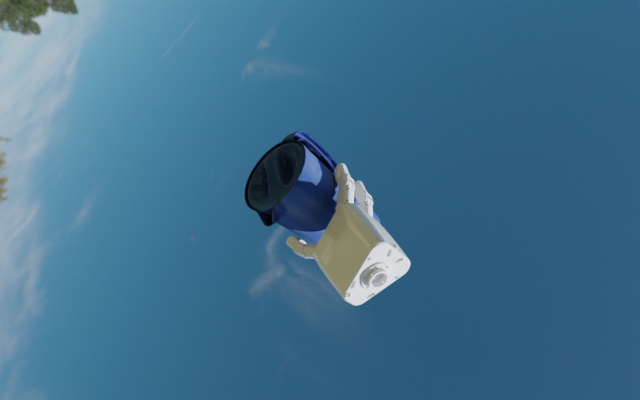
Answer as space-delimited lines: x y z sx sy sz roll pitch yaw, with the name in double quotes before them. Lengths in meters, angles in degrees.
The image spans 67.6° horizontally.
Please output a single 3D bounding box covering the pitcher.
"pitcher" 0.000 0.003 0.833 0.243 0.149 0.145 37 8 -38
